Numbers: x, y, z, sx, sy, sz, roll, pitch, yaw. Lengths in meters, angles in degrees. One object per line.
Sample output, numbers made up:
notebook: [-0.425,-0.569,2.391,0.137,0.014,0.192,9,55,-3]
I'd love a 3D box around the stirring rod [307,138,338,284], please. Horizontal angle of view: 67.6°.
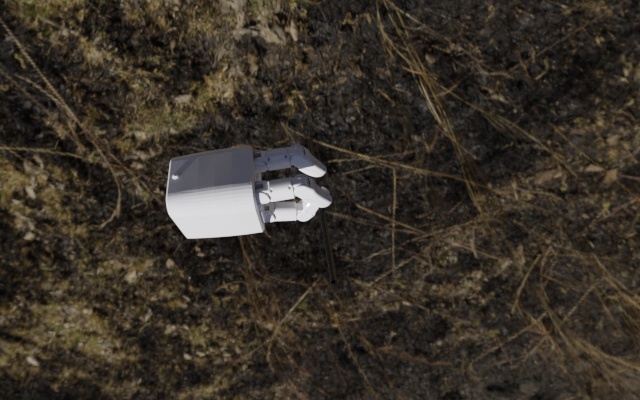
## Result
stirring rod: [0.000,0.002,0.615,0.011,0.239,0.011,-6,-41,-5]
